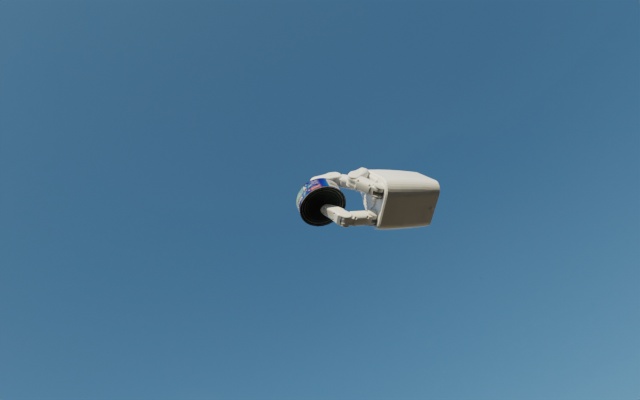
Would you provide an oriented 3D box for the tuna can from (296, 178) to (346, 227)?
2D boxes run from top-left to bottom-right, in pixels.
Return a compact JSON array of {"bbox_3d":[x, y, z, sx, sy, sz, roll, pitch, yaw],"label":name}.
[{"bbox_3d":[0.000,0.002,0.856,0.086,0.086,0.033,0,34,-20],"label":"tuna can"}]
